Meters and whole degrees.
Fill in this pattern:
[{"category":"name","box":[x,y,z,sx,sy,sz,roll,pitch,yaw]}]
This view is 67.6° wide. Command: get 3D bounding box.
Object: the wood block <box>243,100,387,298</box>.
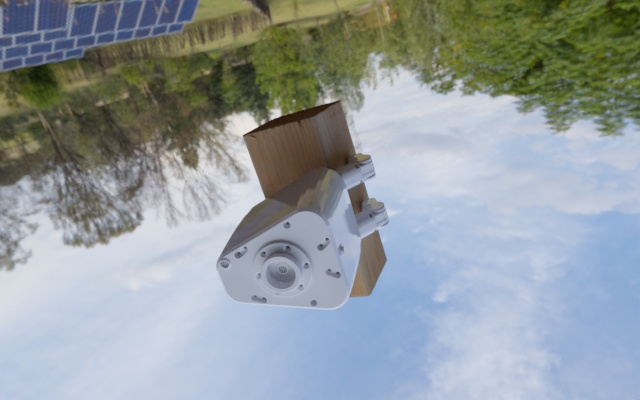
[{"category":"wood block","box":[0.000,0.002,0.552,0.091,0.206,0.090,-10,18,25]}]
